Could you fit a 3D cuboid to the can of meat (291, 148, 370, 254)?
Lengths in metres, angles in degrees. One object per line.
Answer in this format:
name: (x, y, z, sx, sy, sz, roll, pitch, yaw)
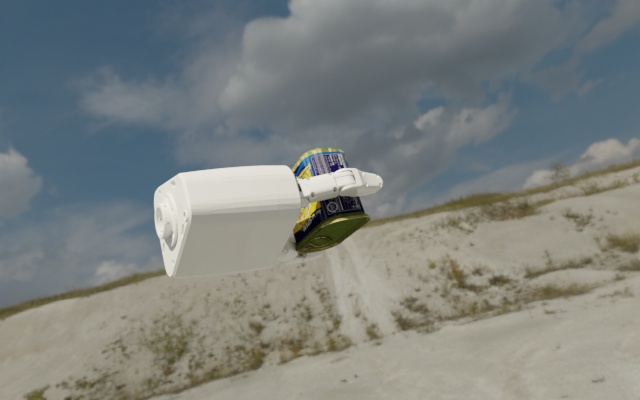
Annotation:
can of meat: (0.000, 0.001, 0.525, 0.057, 0.084, 0.102, -7, -21, -29)
